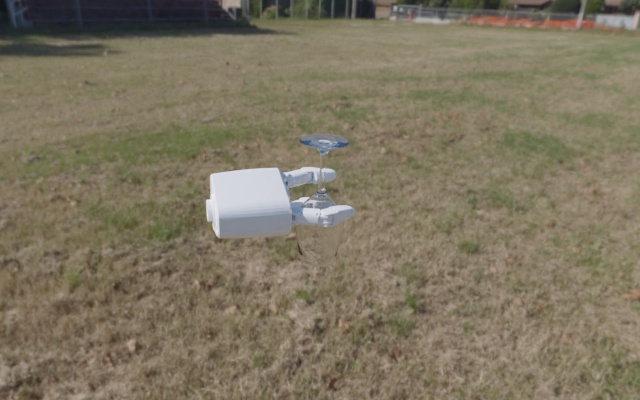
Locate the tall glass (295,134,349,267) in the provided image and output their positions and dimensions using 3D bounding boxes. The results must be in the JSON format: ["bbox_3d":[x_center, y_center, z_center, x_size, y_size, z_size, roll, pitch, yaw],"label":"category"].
[{"bbox_3d":[0.000,0.002,0.749,0.079,0.201,0.079,2,23,-1],"label":"tall glass"}]
